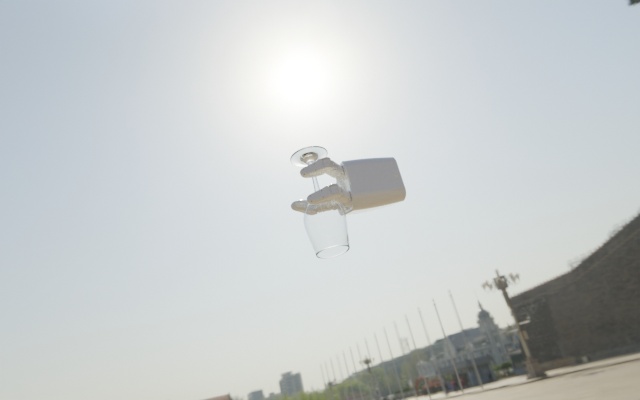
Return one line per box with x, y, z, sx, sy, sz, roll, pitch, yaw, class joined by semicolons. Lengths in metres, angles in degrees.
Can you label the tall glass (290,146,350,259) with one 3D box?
0.000;0.002;0.884;0.079;0.201;0.079;-12;-23;-5;tall glass
